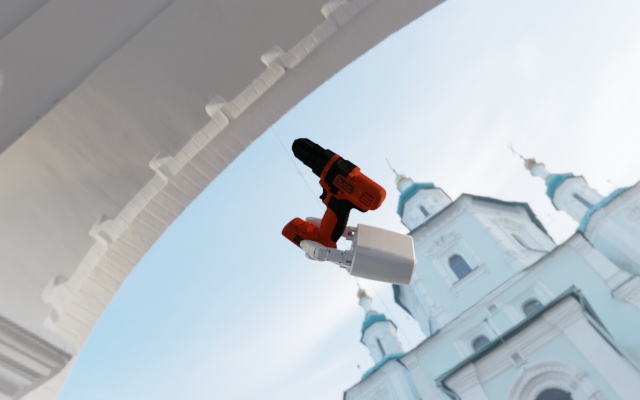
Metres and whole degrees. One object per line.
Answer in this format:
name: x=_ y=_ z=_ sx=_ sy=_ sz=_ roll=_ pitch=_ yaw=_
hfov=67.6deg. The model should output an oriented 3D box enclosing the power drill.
power drill: x=0.000 y=0.003 z=0.840 sx=0.184 sy=0.188 sz=0.057 roll=36 pitch=33 yaw=10
